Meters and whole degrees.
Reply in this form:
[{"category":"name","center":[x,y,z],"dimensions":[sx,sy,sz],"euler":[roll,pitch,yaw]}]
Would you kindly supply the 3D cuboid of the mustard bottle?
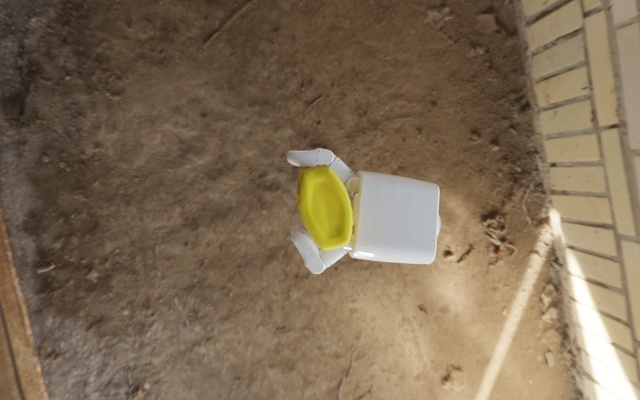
[{"category":"mustard bottle","center":[0.000,0.002,0.621],"dimensions":[0.058,0.096,0.191],"euler":[-17,5,-2]}]
